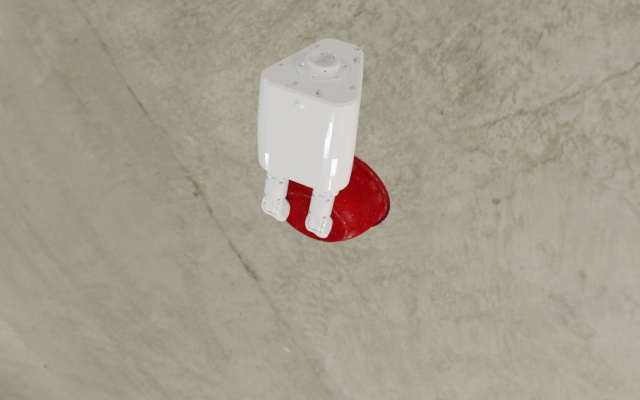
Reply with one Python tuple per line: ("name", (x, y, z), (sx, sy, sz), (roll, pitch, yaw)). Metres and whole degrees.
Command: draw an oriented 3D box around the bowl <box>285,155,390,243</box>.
("bowl", (0.000, 0.003, 0.583), (0.162, 0.055, 0.162), (20, -33, 14))
